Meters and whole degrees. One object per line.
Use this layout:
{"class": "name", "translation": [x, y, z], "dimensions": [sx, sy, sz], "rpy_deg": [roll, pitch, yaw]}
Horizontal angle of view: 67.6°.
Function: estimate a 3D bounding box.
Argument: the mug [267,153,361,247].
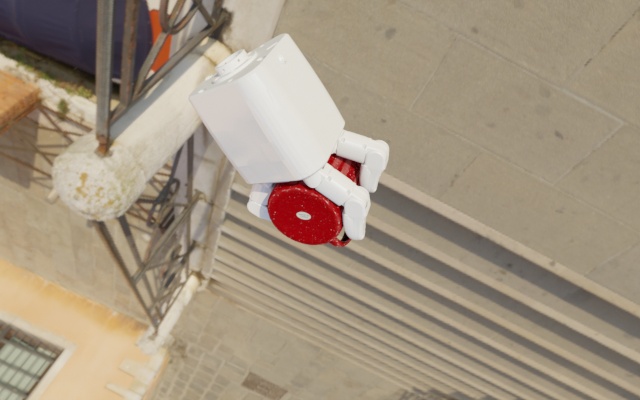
{"class": "mug", "translation": [0.001, 0.003, 0.514], "dimensions": [0.093, 0.117, 0.081], "rpy_deg": [-16, 32, 33]}
